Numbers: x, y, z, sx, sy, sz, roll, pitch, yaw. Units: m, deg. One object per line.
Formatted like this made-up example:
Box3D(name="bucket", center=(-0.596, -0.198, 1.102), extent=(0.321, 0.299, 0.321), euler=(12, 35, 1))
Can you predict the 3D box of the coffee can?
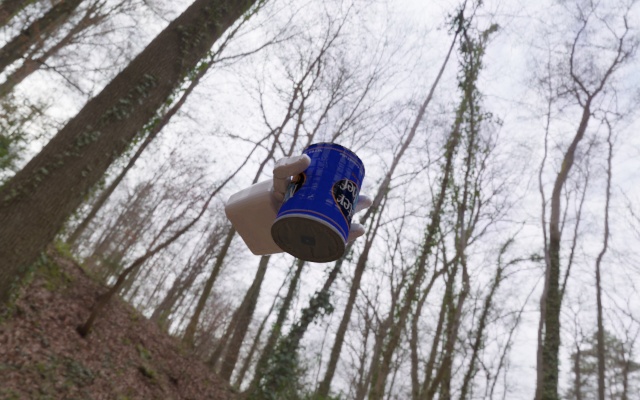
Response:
Box3D(name="coffee can", center=(0.000, 0.002, 0.674), extent=(0.103, 0.140, 0.103), euler=(12, -38, 9))
